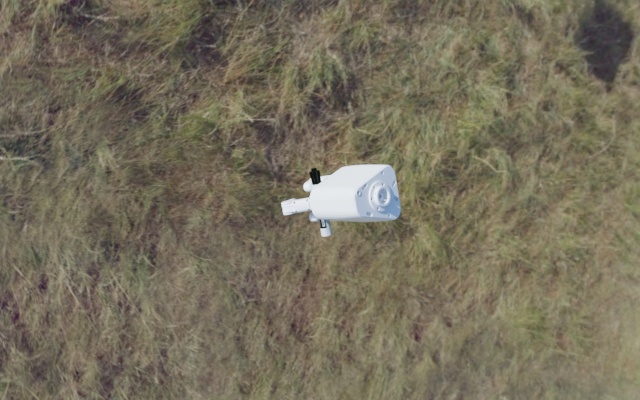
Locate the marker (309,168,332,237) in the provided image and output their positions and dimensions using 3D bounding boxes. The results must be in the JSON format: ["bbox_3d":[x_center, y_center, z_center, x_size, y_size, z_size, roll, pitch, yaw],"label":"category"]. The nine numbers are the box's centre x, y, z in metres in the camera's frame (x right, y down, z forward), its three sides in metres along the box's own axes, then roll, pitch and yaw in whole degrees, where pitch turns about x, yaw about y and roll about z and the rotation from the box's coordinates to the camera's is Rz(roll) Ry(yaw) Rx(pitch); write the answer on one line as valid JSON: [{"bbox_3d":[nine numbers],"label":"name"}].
[{"bbox_3d":[0.000,0.003,0.830,0.020,0.121,0.020,-11,9,2],"label":"marker"}]
